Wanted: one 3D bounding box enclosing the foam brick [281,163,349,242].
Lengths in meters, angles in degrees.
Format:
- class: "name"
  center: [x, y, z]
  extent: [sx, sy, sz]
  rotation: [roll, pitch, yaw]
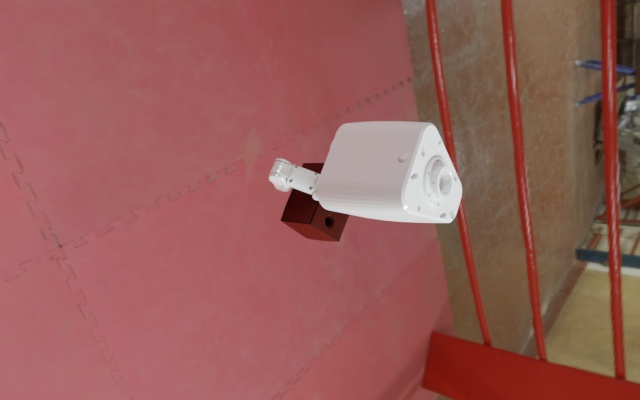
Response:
- class: "foam brick"
  center: [0.000, 0.002, 0.547]
  extent: [0.051, 0.078, 0.053]
  rotation: [5, -21, 44]
